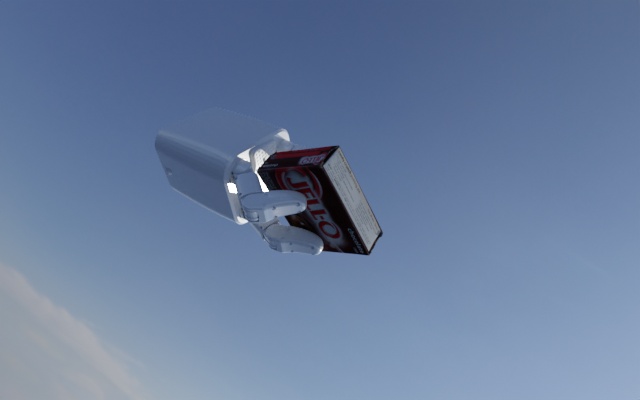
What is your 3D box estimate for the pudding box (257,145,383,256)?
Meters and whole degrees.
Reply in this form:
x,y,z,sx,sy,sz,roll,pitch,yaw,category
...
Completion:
x,y,z,sx,sy,sz,roll,pitch,yaw,category
0.000,0.001,0.479,0.090,0.113,0.039,0,42,44,pudding box
